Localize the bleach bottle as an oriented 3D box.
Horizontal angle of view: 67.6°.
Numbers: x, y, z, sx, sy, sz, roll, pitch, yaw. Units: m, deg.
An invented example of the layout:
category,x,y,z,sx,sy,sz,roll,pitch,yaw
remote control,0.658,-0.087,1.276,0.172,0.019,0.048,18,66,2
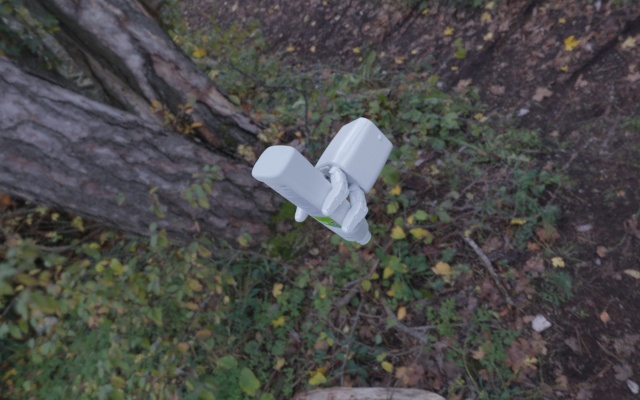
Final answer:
category,x,y,z,sx,sy,sz,roll,pitch,yaw
bleach bottle,0.000,0.003,0.856,0.251,0.068,0.102,41,-18,-32
